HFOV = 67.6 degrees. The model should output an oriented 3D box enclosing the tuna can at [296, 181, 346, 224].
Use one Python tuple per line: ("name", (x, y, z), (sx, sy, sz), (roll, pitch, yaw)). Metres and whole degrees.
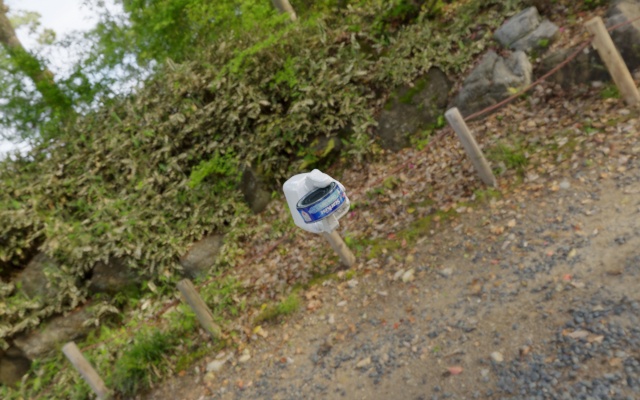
("tuna can", (0.000, 0.002, 0.833), (0.086, 0.034, 0.086), (-29, 16, 9))
